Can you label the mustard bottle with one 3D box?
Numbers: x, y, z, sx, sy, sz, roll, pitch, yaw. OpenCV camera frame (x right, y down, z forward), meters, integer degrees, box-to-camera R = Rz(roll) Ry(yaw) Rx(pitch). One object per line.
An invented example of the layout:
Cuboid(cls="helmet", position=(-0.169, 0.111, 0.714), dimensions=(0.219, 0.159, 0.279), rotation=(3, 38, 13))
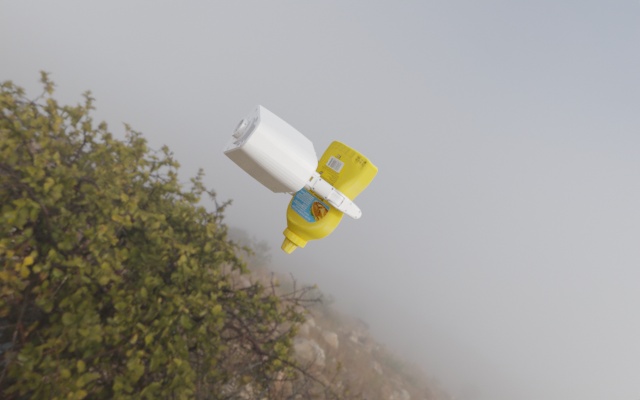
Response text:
Cuboid(cls="mustard bottle", position=(0.000, 0.002, 0.754), dimensions=(0.096, 0.191, 0.058), rotation=(37, 1, 42))
